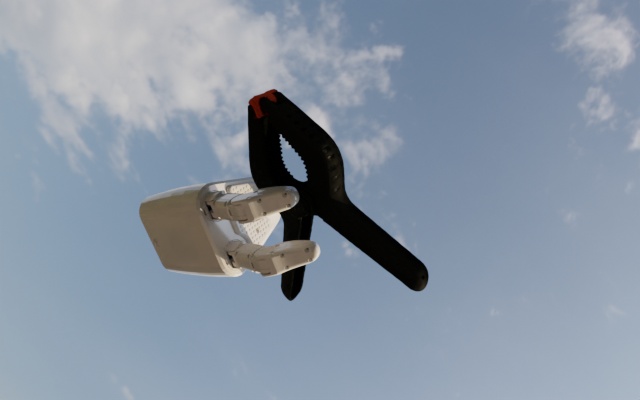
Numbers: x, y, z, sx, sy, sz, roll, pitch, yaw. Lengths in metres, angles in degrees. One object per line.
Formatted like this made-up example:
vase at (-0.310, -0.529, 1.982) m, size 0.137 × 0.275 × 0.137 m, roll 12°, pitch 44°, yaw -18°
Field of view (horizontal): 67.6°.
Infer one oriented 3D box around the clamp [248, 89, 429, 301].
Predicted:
clamp at (0.000, 0.001, 0.426) m, size 0.164 × 0.210 × 0.036 m, roll -6°, pitch 21°, yaw 36°
